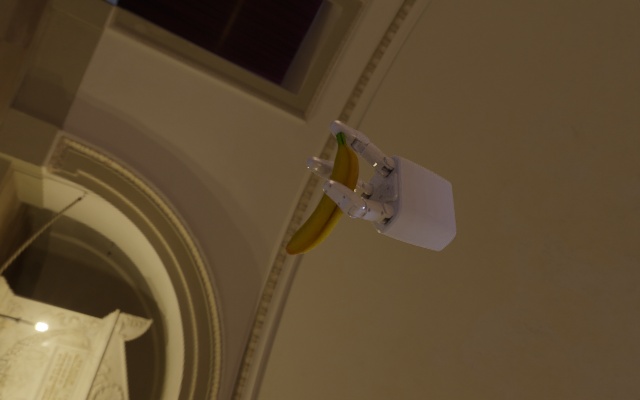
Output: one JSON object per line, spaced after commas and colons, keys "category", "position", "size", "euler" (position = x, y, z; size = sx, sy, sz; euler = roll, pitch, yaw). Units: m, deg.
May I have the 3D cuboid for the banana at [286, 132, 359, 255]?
{"category": "banana", "position": [0.007, 0.007, 0.667], "size": [0.037, 0.198, 0.069], "euler": [18, 18, -27]}
